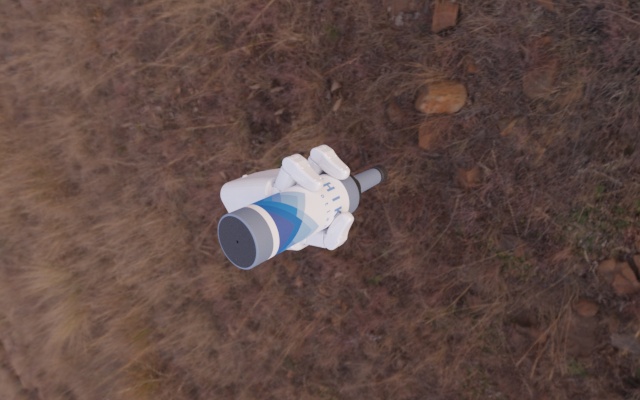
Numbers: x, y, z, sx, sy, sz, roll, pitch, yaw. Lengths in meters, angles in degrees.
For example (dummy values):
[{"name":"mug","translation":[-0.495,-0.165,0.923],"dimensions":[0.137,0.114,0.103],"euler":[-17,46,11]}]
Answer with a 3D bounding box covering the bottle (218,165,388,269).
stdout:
[{"name":"bottle","translation":[0.000,0.002,0.634],"dimensions":[0.069,0.069,0.295],"euler":[0,17,41]}]
